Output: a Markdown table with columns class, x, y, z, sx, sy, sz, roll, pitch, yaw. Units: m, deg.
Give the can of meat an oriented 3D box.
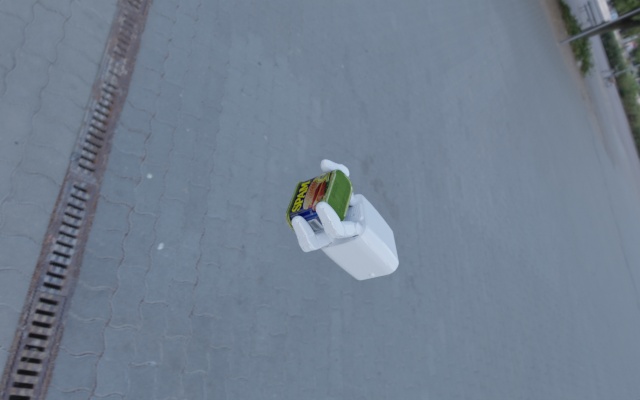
| class | x | y | z | sx | sy | sz | roll | pitch | yaw |
| --- | --- | --- | --- | --- | --- | --- | --- | --- | --- |
| can of meat | 0.000 | 0.002 | 0.785 | 0.084 | 0.102 | 0.057 | -20 | -53 | 35 |
